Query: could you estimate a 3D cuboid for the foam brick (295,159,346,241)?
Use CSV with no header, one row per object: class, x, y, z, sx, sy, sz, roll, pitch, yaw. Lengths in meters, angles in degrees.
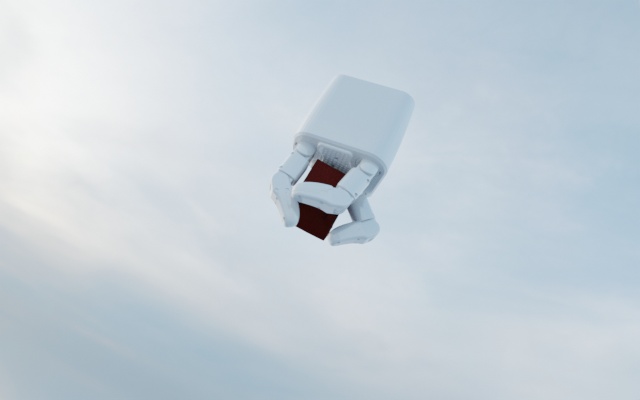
foam brick,0.000,0.002,0.544,0.053,0.051,0.078,29,-27,1
